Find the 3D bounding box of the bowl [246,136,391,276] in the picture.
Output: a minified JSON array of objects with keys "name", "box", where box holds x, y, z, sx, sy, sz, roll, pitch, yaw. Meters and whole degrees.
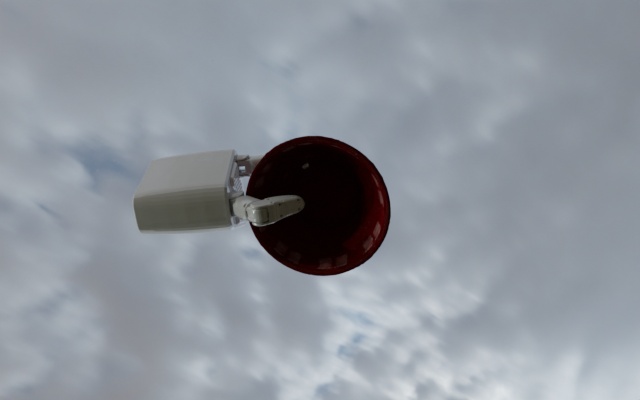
[{"name":"bowl","box":[0.001,0.002,0.543,0.162,0.162,0.055,0,18,12]}]
